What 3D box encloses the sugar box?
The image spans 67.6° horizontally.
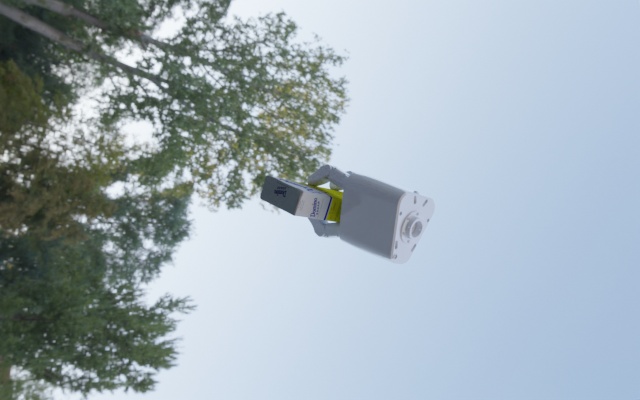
[{"bbox_3d":[0.000,0.002,0.774,0.176,0.048,0.093,14,7,-45],"label":"sugar box"}]
